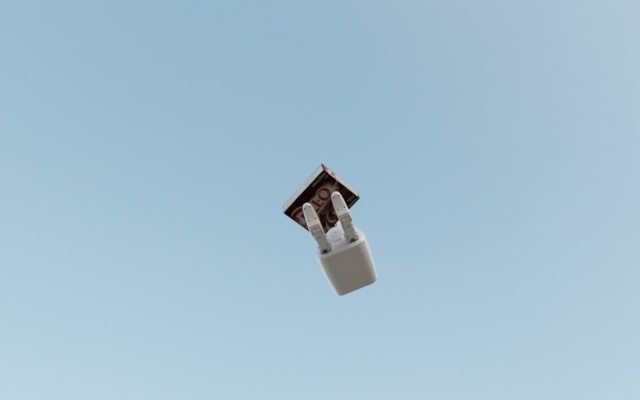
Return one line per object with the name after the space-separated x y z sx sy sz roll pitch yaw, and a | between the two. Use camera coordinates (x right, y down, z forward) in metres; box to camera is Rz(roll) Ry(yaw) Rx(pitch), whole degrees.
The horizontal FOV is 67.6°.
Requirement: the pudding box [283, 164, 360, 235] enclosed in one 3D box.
0.000 0.003 0.867 0.090 0.113 0.039 37 14 -22 | pudding box
